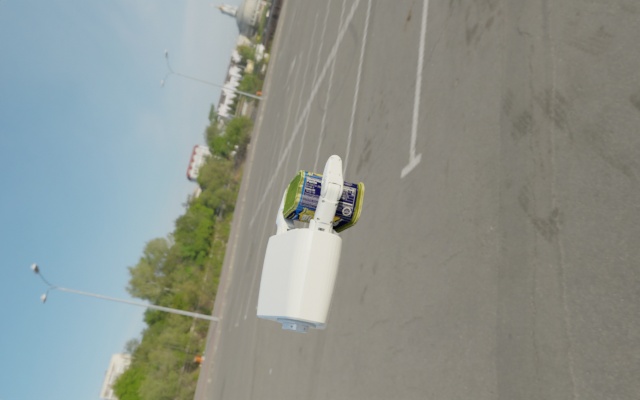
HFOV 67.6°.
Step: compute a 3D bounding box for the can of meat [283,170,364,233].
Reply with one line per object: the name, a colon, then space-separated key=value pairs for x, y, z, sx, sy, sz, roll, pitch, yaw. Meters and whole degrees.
can of meat: x=0.000 y=0.002 z=0.633 sx=0.084 sy=0.057 sz=0.102 roll=14 pitch=-15 yaw=-12
